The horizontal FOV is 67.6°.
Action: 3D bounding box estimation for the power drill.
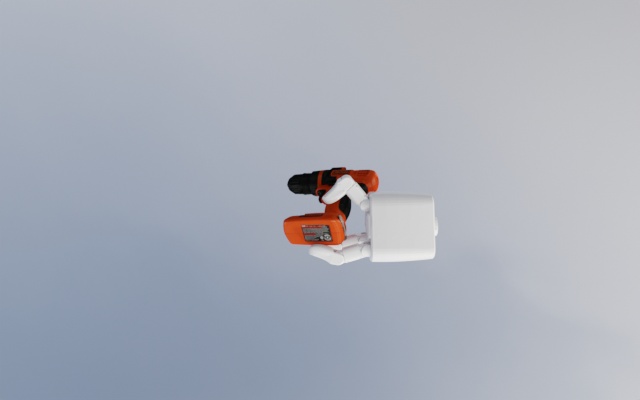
[{"bbox_3d":[0.000,0.003,0.865,0.184,0.057,0.187,-3,34,23],"label":"power drill"}]
